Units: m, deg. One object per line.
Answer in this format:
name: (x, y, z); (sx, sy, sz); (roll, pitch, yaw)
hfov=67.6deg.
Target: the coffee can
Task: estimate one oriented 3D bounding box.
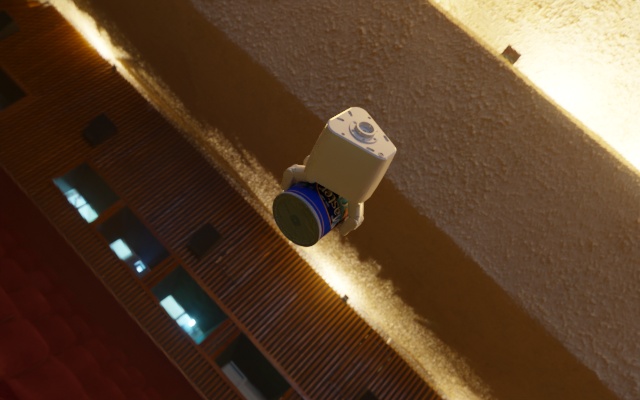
coffee can: (0.000, 0.003, 0.834); (0.103, 0.103, 0.140); (0, 27, 43)
